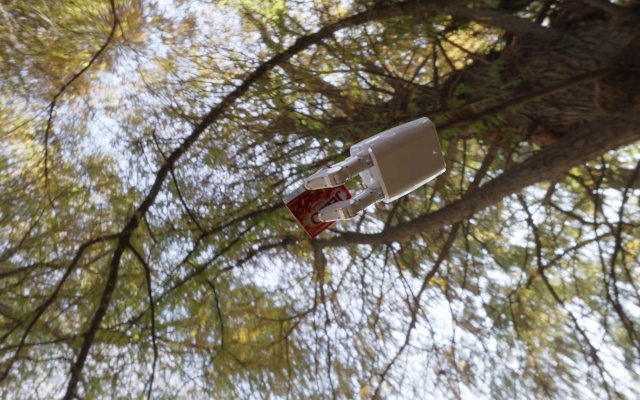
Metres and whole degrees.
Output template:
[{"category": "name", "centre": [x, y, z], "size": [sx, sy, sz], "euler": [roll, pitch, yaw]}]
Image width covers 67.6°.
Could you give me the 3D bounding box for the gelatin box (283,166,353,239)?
[{"category": "gelatin box", "centre": [0.000, 0.002, 0.719], "size": [0.089, 0.073, 0.030], "euler": [-36, 25, 1]}]
